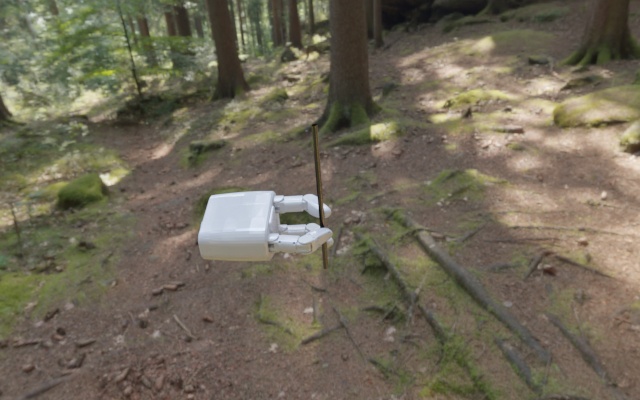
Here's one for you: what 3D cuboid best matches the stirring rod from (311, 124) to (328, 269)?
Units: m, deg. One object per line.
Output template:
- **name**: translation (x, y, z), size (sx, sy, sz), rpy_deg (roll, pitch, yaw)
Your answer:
- **stirring rod**: translation (0.000, 0.002, 0.711), size (0.011, 0.240, 0.011), rpy_deg (-4, 28, 2)
